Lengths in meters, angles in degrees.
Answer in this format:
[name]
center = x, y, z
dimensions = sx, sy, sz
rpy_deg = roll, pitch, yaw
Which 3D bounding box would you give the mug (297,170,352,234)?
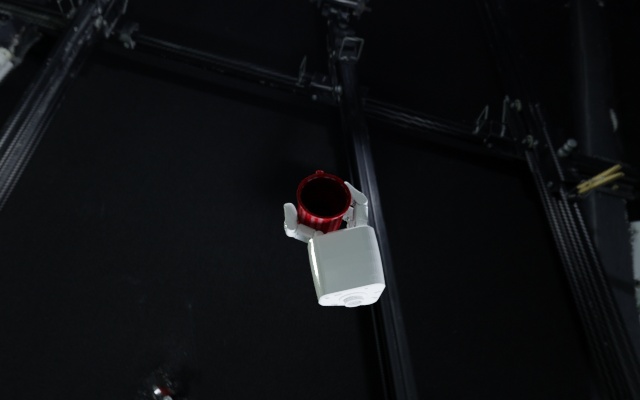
[mug]
center = 0.000, 0.002, 0.843
dimensions = 0.093, 0.117, 0.081
rpy_deg = -3, -32, -10
